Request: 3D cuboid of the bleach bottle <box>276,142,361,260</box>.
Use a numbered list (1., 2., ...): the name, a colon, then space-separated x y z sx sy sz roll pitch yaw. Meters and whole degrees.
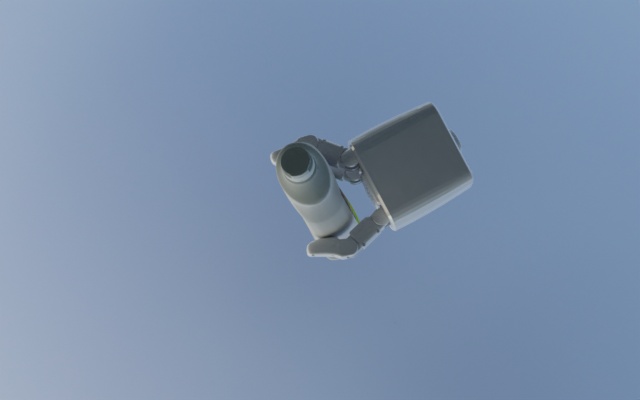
1. bleach bottle: 0.000 0.002 0.552 0.068 0.102 0.251 -29 -17 1
